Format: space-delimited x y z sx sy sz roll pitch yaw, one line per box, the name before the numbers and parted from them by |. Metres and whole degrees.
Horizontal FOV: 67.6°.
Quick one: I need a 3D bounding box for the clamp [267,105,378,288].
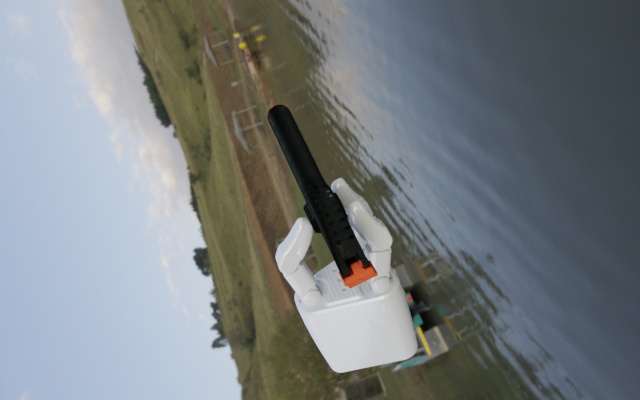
clamp | 0.000 0.002 0.467 0.036 0.165 0.210 -26 30 -2
